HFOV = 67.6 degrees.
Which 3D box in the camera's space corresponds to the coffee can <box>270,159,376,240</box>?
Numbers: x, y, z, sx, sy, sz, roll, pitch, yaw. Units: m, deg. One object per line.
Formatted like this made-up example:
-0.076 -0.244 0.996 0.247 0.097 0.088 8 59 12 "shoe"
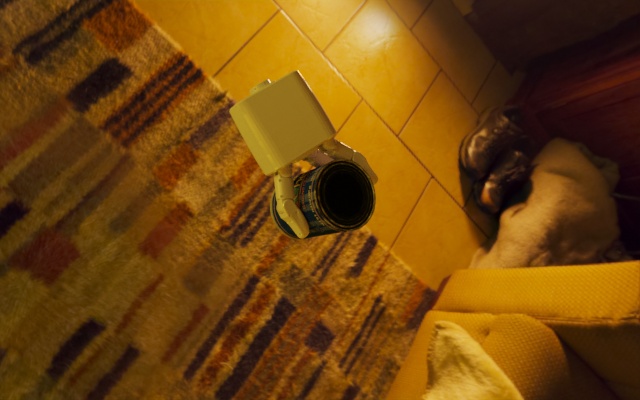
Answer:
0.000 0.003 0.717 0.103 0.103 0.140 0 -9 -32 "coffee can"
